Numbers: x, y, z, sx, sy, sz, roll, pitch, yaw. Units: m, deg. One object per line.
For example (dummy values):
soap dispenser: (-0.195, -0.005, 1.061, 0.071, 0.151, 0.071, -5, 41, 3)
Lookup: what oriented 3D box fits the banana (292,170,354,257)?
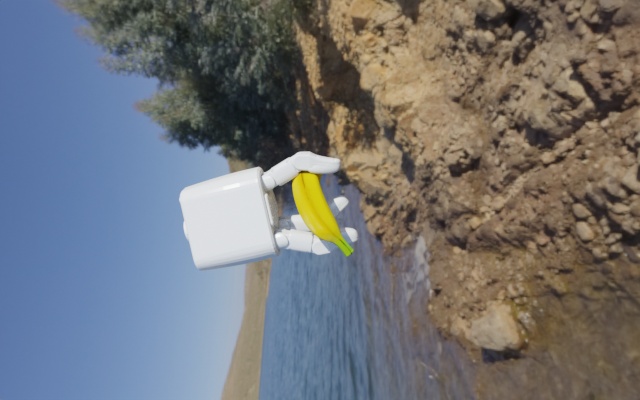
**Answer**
banana: (-0.009, -0.008, 0.614, 0.037, 0.070, 0.197, -31, 37, 11)
